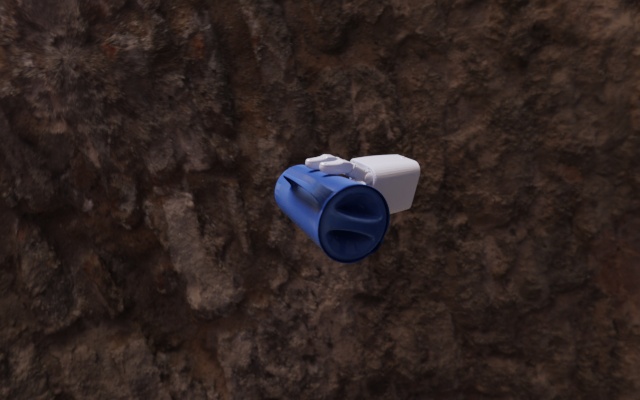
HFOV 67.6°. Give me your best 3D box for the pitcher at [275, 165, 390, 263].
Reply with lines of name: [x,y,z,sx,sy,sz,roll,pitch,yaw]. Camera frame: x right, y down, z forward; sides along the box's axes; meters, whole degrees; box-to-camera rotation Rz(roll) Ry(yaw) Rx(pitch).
pitcher: [0.000,0.003,0.858,0.145,0.149,0.242,-9,19,-24]
